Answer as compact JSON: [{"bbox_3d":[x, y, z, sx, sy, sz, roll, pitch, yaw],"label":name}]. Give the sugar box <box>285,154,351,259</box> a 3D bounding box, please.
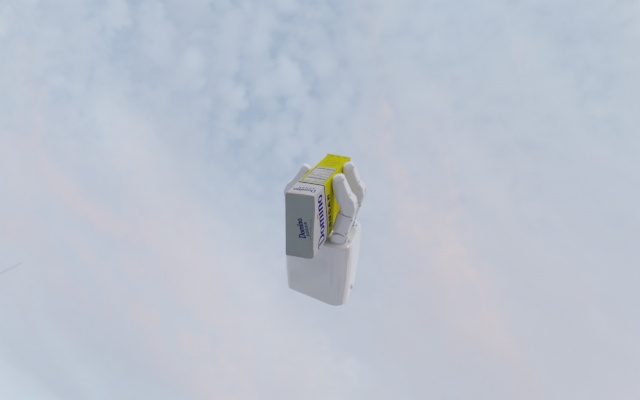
[{"bbox_3d":[0.001,0.002,0.685,0.048,0.093,0.176,8,25,14],"label":"sugar box"}]
